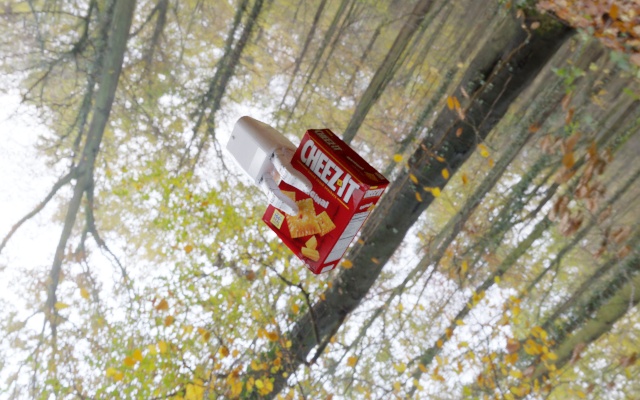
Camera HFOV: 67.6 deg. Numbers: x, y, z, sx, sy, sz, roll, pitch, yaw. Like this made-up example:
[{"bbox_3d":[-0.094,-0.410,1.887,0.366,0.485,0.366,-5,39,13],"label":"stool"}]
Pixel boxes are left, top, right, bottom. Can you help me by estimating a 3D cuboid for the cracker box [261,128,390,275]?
[{"bbox_3d":[0.000,0.003,0.867,0.164,0.214,0.072,44,32,25],"label":"cracker box"}]
